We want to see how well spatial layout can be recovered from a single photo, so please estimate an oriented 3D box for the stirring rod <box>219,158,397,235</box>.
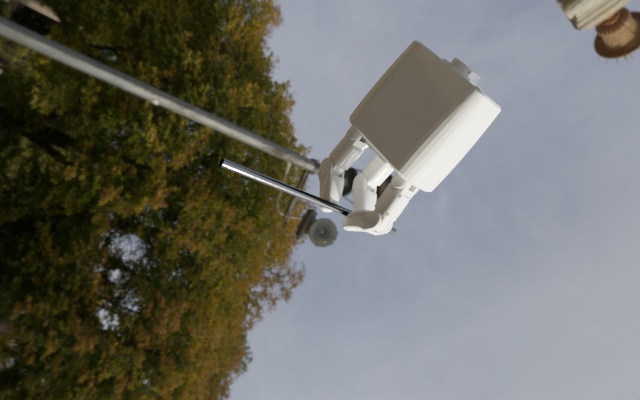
[{"bbox_3d":[0.000,0.002,0.498,0.239,0.011,0.011,22,-14,-38],"label":"stirring rod"}]
